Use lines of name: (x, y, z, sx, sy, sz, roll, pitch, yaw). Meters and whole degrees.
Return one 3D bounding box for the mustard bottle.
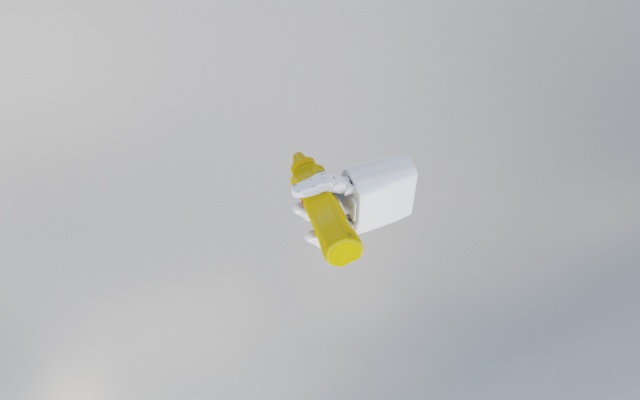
mustard bottle: (0.000, 0.003, 0.729, 0.058, 0.191, 0.096, -28, -28, 5)
